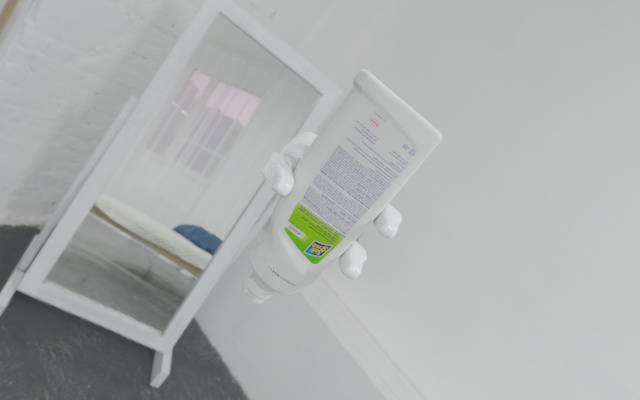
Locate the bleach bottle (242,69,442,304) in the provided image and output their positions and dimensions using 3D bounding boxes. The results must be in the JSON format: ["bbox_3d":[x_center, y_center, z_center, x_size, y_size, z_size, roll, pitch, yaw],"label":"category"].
[{"bbox_3d":[0.000,0.002,0.475,0.102,0.251,0.068,39,15,-7],"label":"bleach bottle"}]
